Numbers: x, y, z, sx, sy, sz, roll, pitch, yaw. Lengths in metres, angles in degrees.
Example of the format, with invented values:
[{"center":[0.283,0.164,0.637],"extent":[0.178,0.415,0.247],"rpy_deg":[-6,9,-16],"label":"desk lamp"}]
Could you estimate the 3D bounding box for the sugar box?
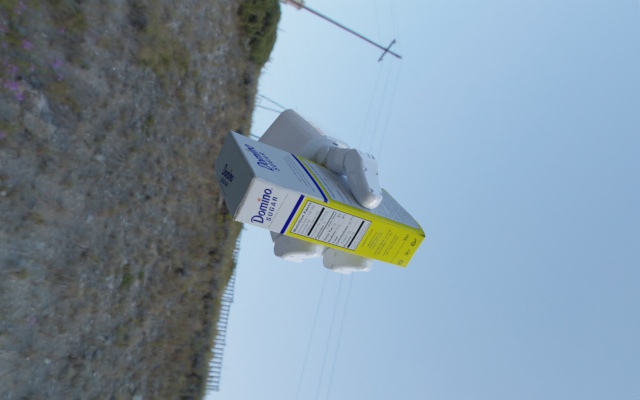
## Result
[{"center":[0.000,0.002,0.420],"extent":[0.176,0.048,0.093],"rpy_deg":[16,21,-30],"label":"sugar box"}]
